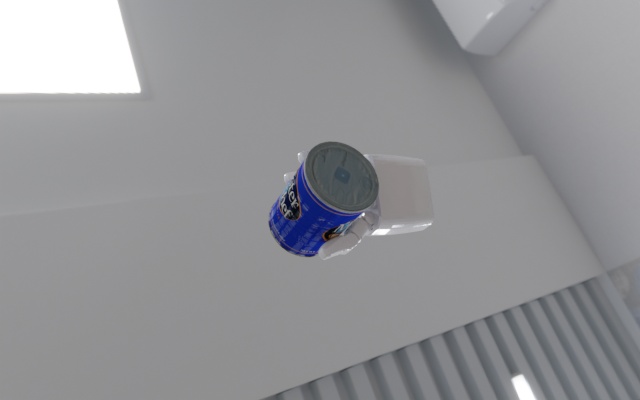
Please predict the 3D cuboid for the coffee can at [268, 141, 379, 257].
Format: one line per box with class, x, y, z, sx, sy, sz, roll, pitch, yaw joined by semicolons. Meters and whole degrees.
coffee can;0.000;0.002;0.646;0.103;0.102;0.140;0;-29;-28
